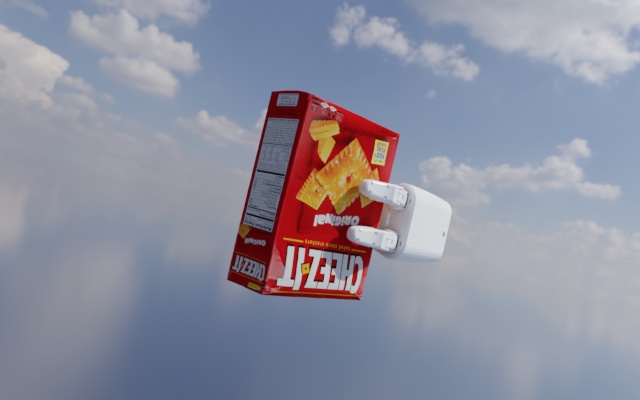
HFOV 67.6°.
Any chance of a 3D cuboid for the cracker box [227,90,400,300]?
[{"bbox_3d":[0.000,0.002,0.550,0.072,0.213,0.164,12,-2,45],"label":"cracker box"}]
